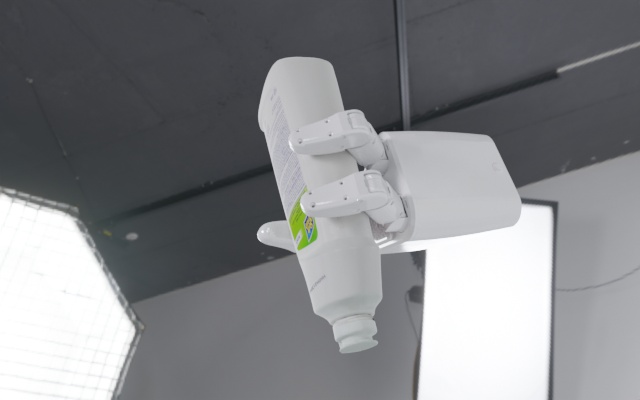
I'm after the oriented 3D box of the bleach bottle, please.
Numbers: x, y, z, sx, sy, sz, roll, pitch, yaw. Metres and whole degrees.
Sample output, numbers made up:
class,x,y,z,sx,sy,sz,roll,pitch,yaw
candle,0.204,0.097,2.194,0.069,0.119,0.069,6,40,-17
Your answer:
class,x,y,z,sx,sy,sz,roll,pitch,yaw
bleach bottle,0.000,0.001,0.404,0.068,0.250,0.103,-3,-30,-17
